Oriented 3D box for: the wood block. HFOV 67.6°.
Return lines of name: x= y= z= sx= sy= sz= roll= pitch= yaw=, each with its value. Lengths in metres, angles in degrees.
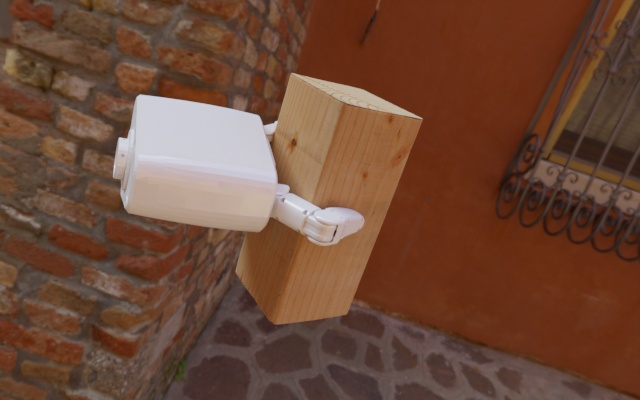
wood block: x=0.000 y=0.001 z=0.446 sx=0.090 sy=0.206 sz=0.090 roll=2 pitch=26 yaw=-37
